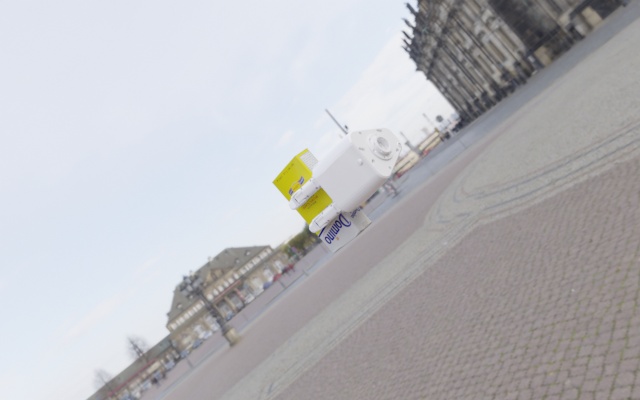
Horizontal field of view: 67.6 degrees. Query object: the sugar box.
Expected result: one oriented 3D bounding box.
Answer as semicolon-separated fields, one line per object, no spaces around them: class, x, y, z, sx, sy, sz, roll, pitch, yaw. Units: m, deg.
sugar box;0.000;0.003;0.858;0.048;0.176;0.093;-36;-5;-45
